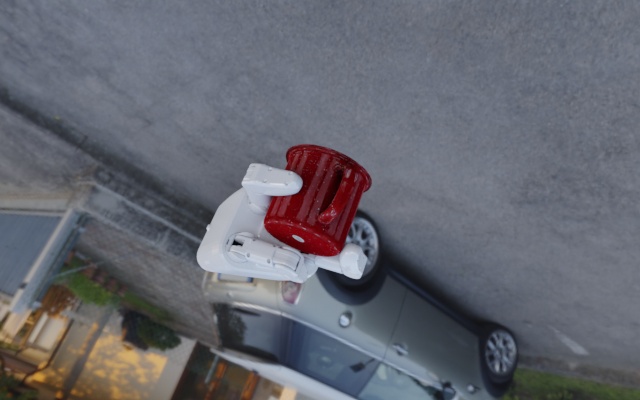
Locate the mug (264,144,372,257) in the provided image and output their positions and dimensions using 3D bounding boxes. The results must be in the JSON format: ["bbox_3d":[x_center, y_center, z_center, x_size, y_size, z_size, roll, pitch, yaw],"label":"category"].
[{"bbox_3d":[0.001,0.001,0.461,0.093,0.081,0.117,29,-22,-19],"label":"mug"}]
